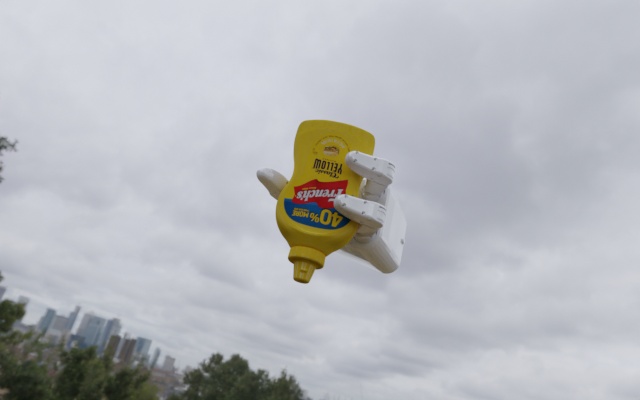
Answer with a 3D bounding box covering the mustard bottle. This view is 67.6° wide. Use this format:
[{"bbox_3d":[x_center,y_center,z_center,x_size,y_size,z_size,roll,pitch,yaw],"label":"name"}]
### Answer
[{"bbox_3d":[0.000,0.001,0.549,0.096,0.191,0.058,13,-23,3],"label":"mustard bottle"}]
